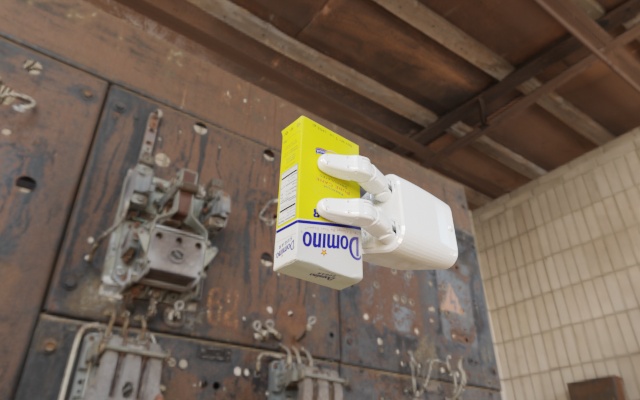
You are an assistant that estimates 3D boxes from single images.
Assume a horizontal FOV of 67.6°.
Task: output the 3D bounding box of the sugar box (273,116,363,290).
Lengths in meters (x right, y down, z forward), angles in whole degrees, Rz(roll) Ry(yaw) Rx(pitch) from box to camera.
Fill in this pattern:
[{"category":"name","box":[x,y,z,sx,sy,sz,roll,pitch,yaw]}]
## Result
[{"category":"sugar box","box":[0.001,0.001,0.529,0.093,0.176,0.048,22,-38,-34]}]
